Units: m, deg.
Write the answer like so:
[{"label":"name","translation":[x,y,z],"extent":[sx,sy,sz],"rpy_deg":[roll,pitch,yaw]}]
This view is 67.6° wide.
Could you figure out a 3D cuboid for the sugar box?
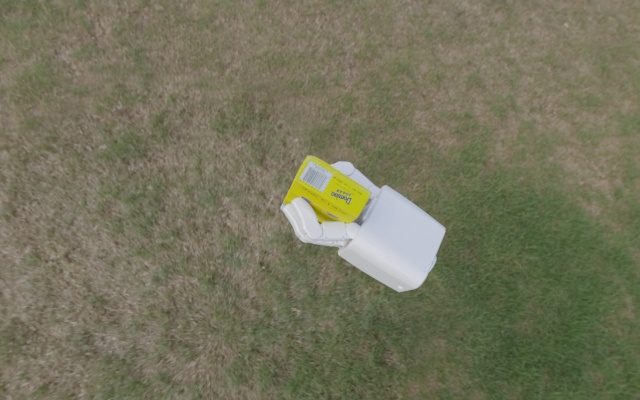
[{"label":"sugar box","translation":[0.000,0.003,0.662],"extent":[0.093,0.048,0.176],"rpy_deg":[32,-19,-1]}]
